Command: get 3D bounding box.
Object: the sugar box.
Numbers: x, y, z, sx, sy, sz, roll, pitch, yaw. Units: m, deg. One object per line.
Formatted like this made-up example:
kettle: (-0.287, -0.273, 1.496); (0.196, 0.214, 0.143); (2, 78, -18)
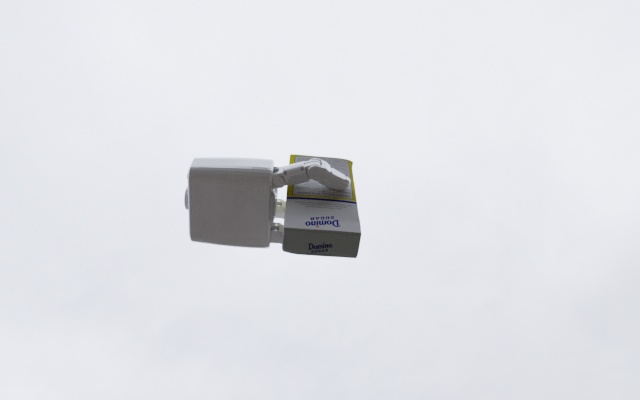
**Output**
sugar box: (0.000, 0.002, 0.629); (0.093, 0.048, 0.176); (5, 36, -3)
